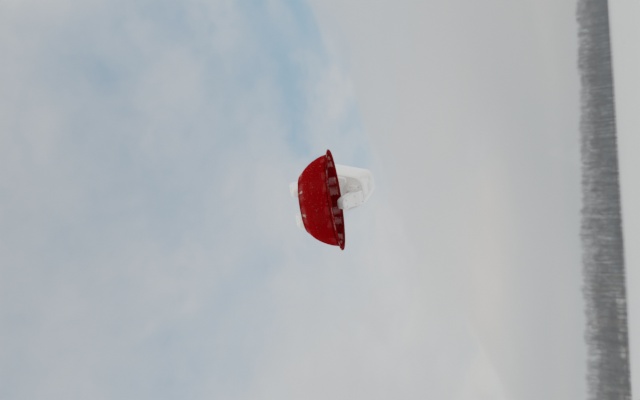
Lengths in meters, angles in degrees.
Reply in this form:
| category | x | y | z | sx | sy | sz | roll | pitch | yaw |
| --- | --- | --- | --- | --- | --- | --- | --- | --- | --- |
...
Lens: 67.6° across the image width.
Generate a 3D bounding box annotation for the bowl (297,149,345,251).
| category | x | y | z | sx | sy | sz | roll | pitch | yaw |
| --- | --- | --- | --- | --- | --- | --- | --- | --- | --- |
| bowl | -0.001 | 0.002 | 0.757 | 0.055 | 0.162 | 0.162 | -8 | -1 | 7 |
